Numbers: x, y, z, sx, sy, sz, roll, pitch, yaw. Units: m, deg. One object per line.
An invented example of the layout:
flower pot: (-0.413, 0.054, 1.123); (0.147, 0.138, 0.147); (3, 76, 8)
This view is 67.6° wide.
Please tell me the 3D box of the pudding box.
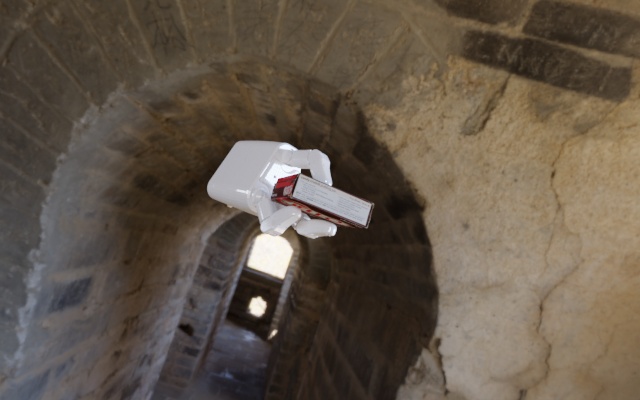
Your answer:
pudding box: (0.000, 0.002, 0.628); (0.113, 0.039, 0.090); (20, -8, -20)
